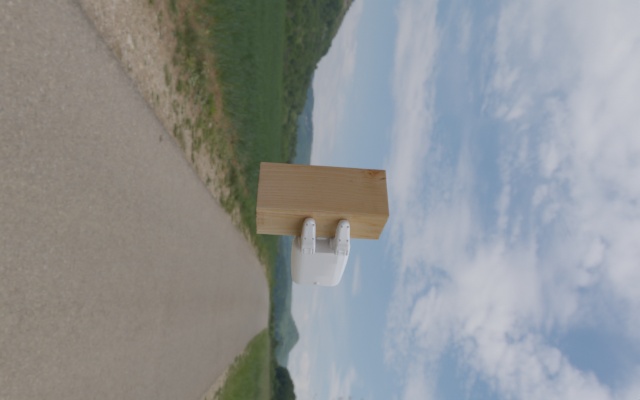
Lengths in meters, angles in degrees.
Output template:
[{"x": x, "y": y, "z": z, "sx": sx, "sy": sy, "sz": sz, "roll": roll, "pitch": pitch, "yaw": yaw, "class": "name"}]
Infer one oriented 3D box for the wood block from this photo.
[{"x": 0.000, "y": 0.003, "z": 0.790, "sx": 0.206, "sy": 0.090, "sz": 0.090, "roll": 3, "pitch": -32, "yaw": -5, "class": "wood block"}]
